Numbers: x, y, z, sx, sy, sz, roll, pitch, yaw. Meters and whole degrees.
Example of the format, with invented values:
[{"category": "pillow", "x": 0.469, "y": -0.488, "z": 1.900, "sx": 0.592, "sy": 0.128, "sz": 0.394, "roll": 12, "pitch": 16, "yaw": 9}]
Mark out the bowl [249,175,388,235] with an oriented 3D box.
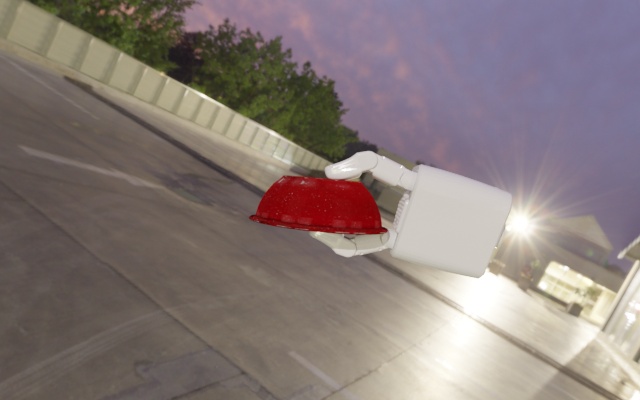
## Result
[{"category": "bowl", "x": -0.001, "y": 0.001, "z": 0.554, "sx": 0.162, "sy": 0.055, "sz": 0.162, "roll": 5, "pitch": 2, "yaw": 0}]
